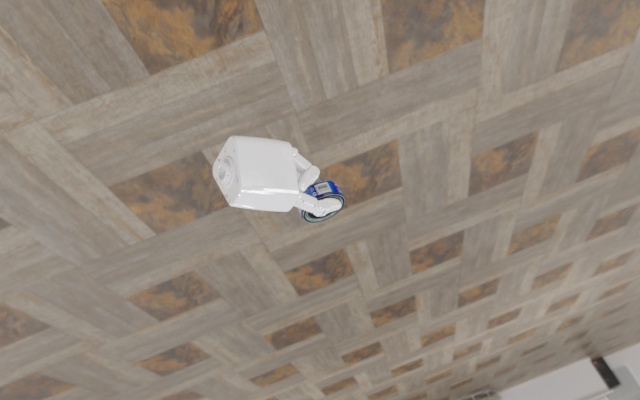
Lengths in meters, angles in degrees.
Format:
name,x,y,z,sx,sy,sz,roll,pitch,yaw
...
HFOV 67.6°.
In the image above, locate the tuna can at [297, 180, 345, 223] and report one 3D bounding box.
name,x,y,z,sx,sy,sz,roll,pitch,yaw
tuna can,0.000,0.003,0.861,0.086,0.033,0.086,-19,-31,-12
